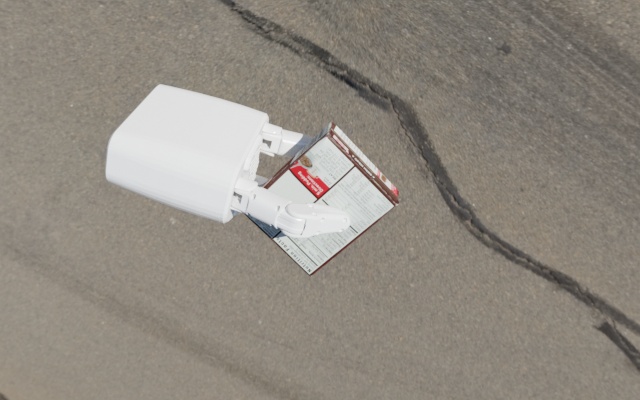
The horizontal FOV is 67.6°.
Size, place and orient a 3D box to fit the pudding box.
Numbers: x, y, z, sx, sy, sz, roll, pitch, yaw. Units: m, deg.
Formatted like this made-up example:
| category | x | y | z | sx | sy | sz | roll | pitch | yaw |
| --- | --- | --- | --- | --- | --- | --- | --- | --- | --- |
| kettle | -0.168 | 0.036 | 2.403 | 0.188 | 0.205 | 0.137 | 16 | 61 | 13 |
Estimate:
| category | x | y | z | sx | sy | sz | roll | pitch | yaw |
| --- | --- | --- | --- | --- | --- | --- | --- | --- | --- |
| pudding box | 0.000 | 0.001 | 0.428 | 0.113 | 0.090 | 0.039 | -41 | 11 | 23 |
